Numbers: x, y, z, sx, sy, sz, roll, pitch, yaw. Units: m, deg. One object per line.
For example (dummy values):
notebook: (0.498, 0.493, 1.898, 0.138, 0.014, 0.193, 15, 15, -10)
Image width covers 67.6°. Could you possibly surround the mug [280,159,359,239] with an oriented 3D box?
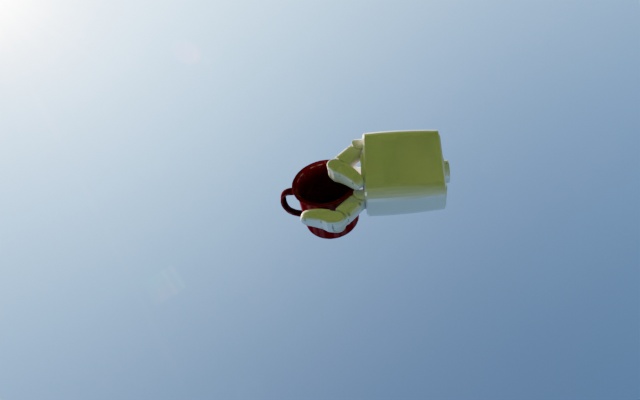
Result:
mug: (-0.001, 0.003, 0.692, 0.117, 0.093, 0.082, -4, -44, 9)
